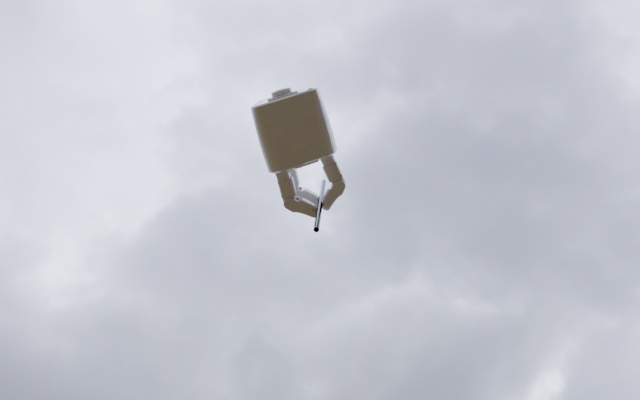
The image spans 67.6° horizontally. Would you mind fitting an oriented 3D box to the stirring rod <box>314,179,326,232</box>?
[{"bbox_3d":[0.000,0.003,0.790,0.011,0.011,0.239,0,19,3],"label":"stirring rod"}]
